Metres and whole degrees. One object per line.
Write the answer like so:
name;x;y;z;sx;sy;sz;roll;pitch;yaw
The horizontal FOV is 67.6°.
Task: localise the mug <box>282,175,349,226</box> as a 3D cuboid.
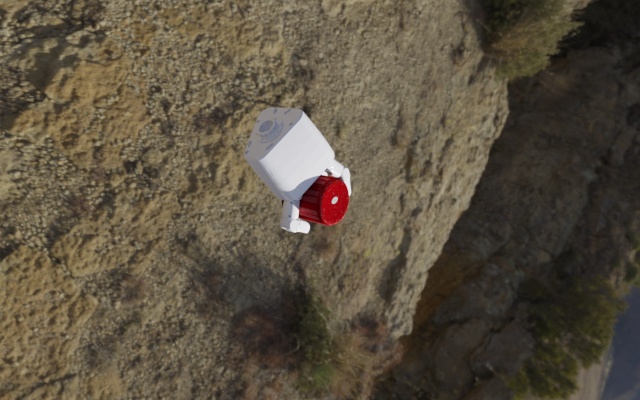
mug;0.001;0.004;0.825;0.081;0.093;0.117;13;-25;40
